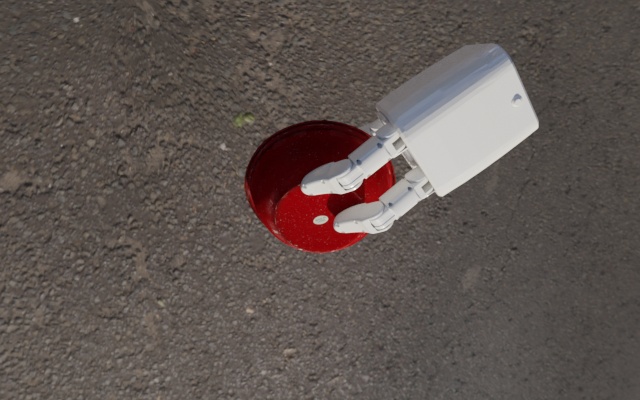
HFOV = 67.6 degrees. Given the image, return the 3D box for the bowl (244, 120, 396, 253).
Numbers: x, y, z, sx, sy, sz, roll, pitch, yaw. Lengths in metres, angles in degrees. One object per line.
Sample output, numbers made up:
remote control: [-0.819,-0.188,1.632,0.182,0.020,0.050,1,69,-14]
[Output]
bowl: [-0.001,0.003,0.492,0.162,0.162,0.055,0,37,-1]
